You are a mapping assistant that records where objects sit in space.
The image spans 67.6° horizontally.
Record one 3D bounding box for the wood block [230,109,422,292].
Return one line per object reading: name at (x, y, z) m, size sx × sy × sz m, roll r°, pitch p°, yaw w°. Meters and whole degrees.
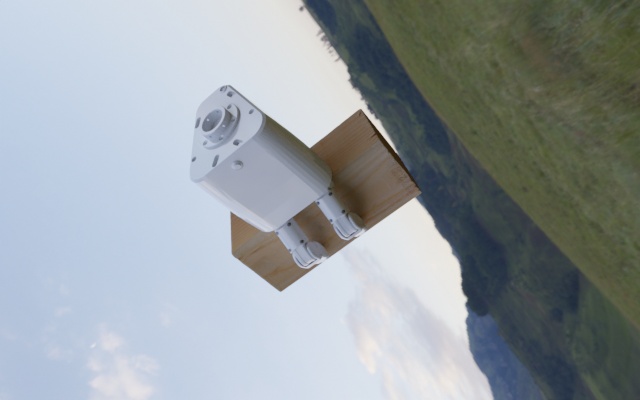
wood block at (0.000, 0.002, 0.564) m, size 0.206 × 0.090 × 0.090 m, roll -36°, pitch 34°, yaw 14°
